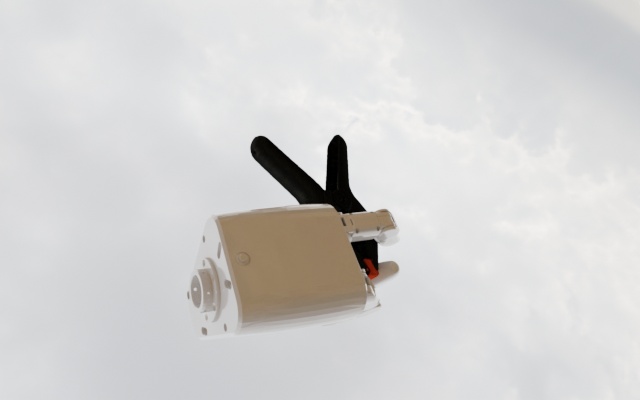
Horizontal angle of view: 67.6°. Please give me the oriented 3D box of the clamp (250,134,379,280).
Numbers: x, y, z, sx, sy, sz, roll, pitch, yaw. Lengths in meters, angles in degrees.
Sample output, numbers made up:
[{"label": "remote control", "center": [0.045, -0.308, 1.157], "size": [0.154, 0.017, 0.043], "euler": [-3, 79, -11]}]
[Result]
[{"label": "clamp", "center": [0.000, 0.002, 0.464], "size": [0.120, 0.171, 0.039], "euler": [-2, -32, -33]}]
